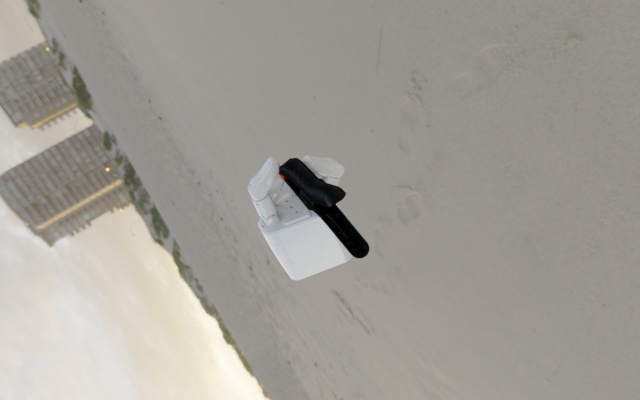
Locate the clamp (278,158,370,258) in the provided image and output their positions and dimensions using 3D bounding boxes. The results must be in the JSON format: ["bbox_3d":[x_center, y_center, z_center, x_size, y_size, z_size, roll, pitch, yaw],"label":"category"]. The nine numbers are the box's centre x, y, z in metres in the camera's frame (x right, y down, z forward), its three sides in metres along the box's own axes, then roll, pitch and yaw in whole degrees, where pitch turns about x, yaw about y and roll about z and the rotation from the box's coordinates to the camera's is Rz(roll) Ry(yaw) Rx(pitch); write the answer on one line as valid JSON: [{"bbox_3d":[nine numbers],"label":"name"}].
[{"bbox_3d":[-0.001,0.002,0.604,0.039,0.120,0.171,-31,36,-12],"label":"clamp"}]
